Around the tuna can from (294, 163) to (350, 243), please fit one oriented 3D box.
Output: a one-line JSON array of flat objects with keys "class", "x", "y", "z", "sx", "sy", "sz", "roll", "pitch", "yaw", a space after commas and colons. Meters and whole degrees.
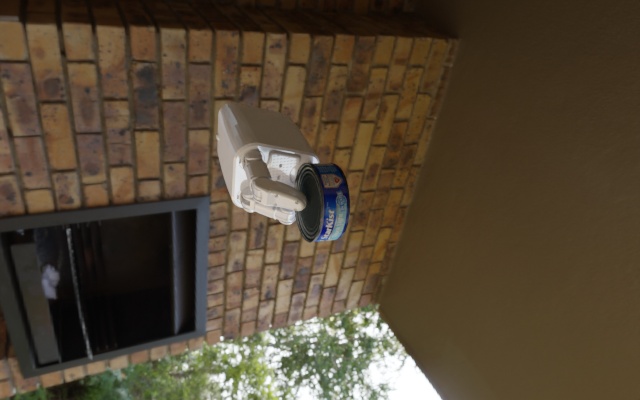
[{"class": "tuna can", "x": 0.001, "y": 0.002, "z": 0.518, "sx": 0.034, "sy": 0.086, "sz": 0.086, "roll": -3, "pitch": 1, "yaw": -22}]
